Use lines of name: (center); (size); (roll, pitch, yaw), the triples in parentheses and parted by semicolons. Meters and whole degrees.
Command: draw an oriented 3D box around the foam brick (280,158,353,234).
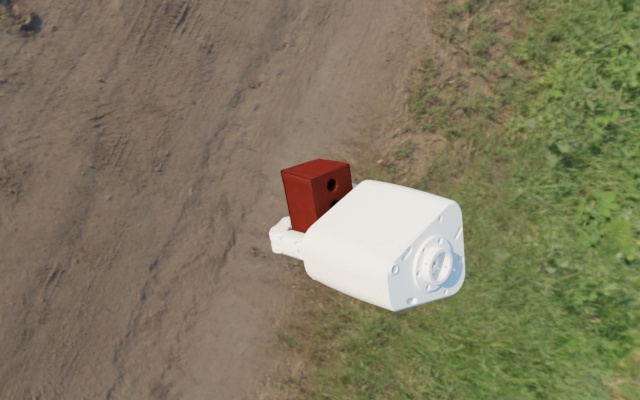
foam brick: (0.000, 0.001, 0.490); (0.053, 0.078, 0.051); (-23, 24, -33)
